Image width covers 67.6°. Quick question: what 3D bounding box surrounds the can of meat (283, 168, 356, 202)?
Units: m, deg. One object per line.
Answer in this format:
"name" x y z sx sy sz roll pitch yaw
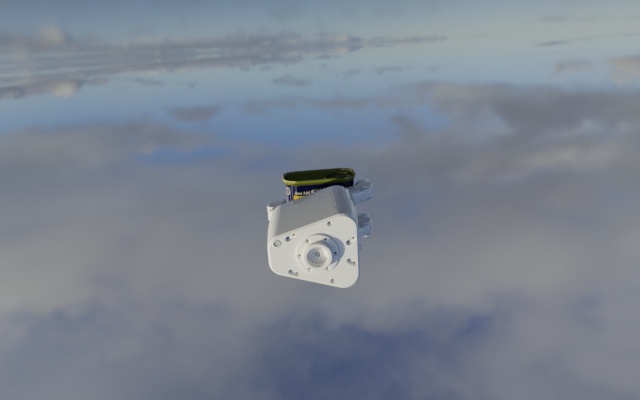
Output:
"can of meat" 0.000 0.003 0.686 0.102 0.084 0.057 -5 17 -4
